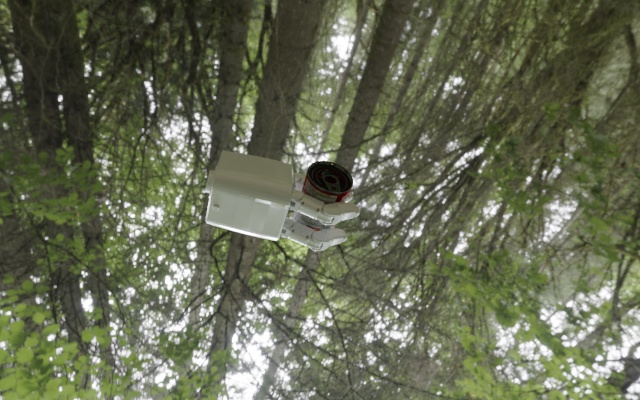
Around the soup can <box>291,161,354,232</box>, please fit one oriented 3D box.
[{"bbox_3d":[0.001,0.003,0.699,0.068,0.102,0.068,12,40,-11],"label":"soup can"}]
